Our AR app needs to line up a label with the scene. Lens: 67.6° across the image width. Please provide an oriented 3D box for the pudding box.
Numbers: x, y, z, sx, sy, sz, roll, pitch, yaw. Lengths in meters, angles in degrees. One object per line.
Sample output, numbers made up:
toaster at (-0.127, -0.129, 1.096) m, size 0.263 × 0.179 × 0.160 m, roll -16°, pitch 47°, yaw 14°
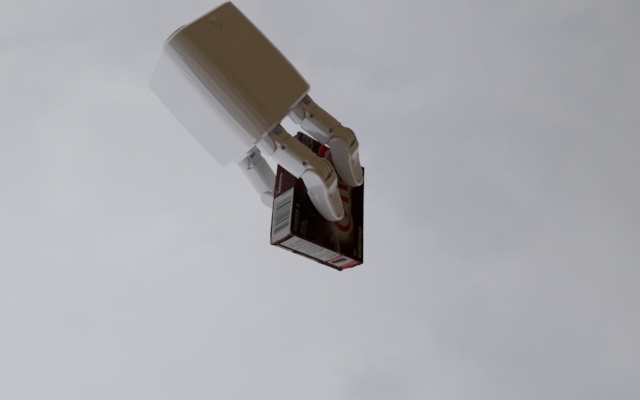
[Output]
pudding box at (0.000, 0.002, 0.463) m, size 0.090 × 0.113 × 0.039 m, roll 25°, pitch -34°, yaw -33°
